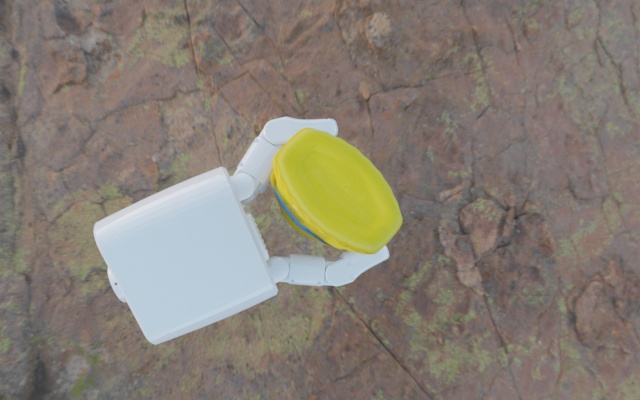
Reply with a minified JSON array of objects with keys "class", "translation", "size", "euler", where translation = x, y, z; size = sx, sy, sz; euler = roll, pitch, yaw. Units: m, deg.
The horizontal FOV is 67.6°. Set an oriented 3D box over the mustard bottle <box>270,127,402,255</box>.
[{"class":"mustard bottle","translation":[0.000,0.001,0.404],"size":[0.096,0.058,0.191],"euler":[42,-9,-3]}]
